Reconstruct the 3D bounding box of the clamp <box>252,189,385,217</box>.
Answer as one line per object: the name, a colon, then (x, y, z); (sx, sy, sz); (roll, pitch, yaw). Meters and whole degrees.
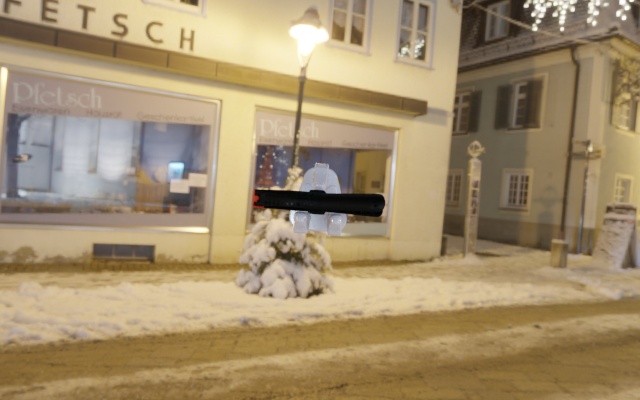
clamp: (0.000, 0.002, 0.720); (0.210, 0.036, 0.164); (5, -5, 0)
